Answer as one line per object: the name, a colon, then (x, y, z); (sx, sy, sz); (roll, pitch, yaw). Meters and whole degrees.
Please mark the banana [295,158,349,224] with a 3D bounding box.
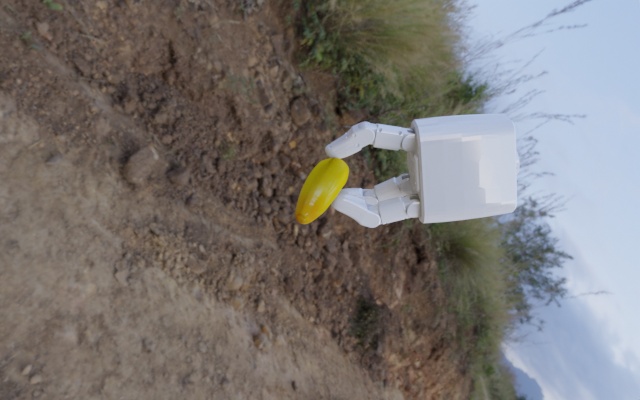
banana: (0.007, -0.016, 0.539); (0.037, 0.069, 0.198); (21, 6, 4)
